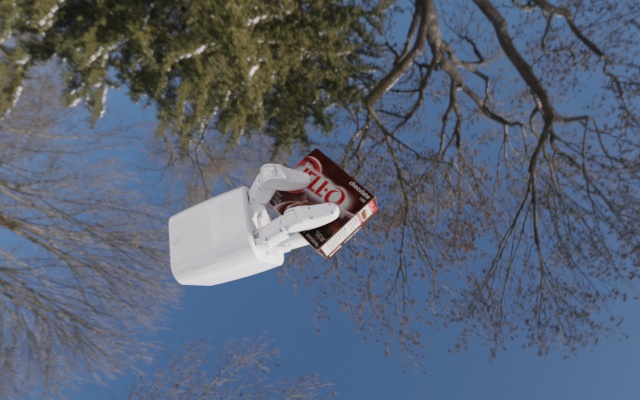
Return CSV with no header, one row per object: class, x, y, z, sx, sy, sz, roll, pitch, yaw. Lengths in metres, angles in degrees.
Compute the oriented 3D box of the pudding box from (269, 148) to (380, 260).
pudding box,0.000,0.002,0.567,0.113,0.090,0.039,43,-7,32
